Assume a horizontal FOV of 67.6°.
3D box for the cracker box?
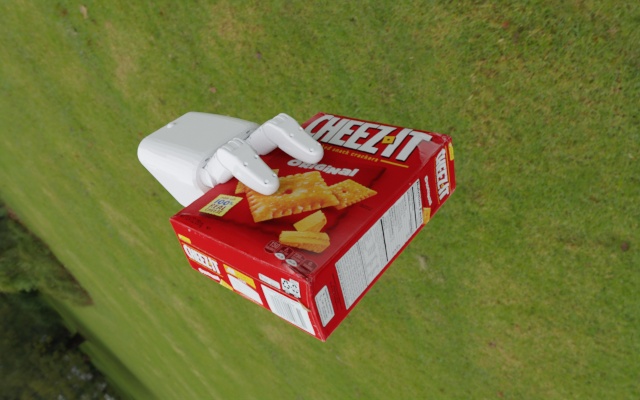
[{"bbox_3d":[0.000,0.002,0.439,0.164,0.072,0.213,19,47,36],"label":"cracker box"}]
